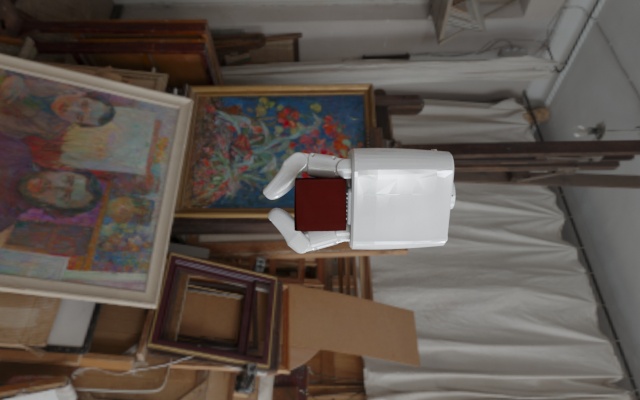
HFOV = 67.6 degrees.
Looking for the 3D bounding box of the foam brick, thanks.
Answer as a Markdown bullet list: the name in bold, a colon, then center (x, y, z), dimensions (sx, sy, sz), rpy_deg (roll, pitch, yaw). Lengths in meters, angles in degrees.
- **foam brick**: center (0.000, 0.002, 0.499), dimensions (0.051, 0.053, 0.078), rpy_deg (0, 5, 0)
